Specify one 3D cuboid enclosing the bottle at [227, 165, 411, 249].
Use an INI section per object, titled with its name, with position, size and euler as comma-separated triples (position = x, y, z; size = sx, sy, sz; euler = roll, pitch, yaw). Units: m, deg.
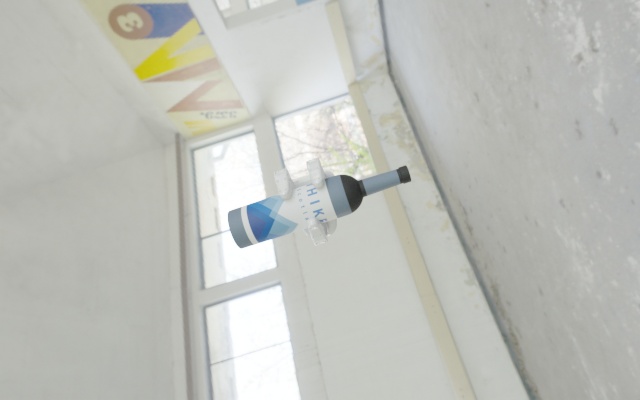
[bottle]
position = 0.000, 0.003, 0.767
size = 0.296, 0.069, 0.069
euler = -18, -2, 5
